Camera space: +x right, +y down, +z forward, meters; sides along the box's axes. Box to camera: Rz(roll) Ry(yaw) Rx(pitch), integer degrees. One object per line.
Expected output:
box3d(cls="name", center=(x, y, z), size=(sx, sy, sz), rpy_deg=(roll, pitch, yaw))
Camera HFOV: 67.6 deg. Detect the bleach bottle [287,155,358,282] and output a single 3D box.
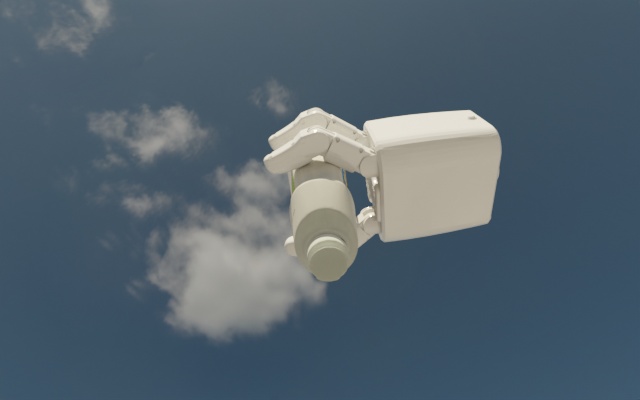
box3d(cls="bleach bottle", center=(0.000, 0.001, 0.456), size=(0.068, 0.103, 0.250), rpy_deg=(-7, 25, 0))
